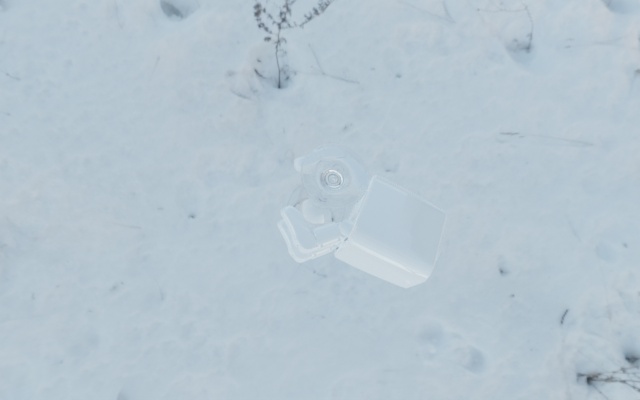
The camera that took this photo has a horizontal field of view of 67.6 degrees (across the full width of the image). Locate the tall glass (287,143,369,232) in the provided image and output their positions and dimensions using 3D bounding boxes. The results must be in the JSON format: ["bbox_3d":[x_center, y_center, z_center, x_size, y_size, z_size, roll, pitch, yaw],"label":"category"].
[{"bbox_3d":[0.000,0.002,0.601,0.079,0.079,0.201,0,-17,-10],"label":"tall glass"}]
